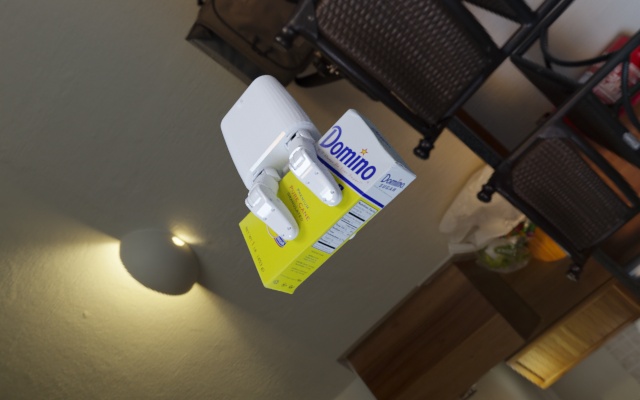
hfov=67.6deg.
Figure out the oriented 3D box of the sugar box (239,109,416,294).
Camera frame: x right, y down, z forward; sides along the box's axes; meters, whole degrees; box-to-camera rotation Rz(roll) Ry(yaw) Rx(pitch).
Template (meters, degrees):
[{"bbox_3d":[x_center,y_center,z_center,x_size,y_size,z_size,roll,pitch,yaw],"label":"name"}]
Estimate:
[{"bbox_3d":[0.000,0.001,0.476,0.048,0.176,0.093,24,25,-45],"label":"sugar box"}]
